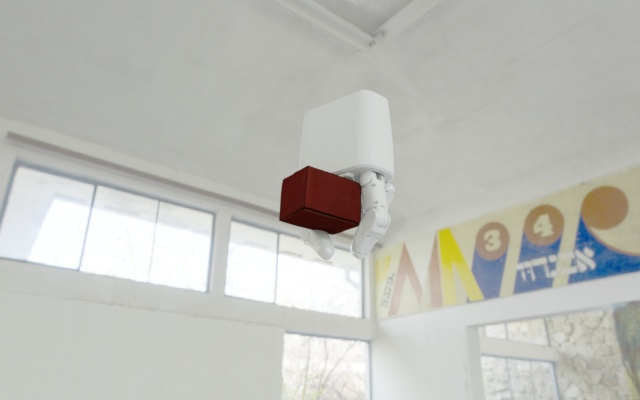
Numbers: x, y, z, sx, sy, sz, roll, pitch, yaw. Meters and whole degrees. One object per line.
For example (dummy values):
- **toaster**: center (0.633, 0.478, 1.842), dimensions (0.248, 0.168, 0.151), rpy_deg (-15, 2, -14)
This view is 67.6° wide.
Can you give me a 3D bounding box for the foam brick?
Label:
- **foam brick**: center (0.000, 0.002, 0.532), dimensions (0.078, 0.051, 0.053), rpy_deg (17, -25, -33)
